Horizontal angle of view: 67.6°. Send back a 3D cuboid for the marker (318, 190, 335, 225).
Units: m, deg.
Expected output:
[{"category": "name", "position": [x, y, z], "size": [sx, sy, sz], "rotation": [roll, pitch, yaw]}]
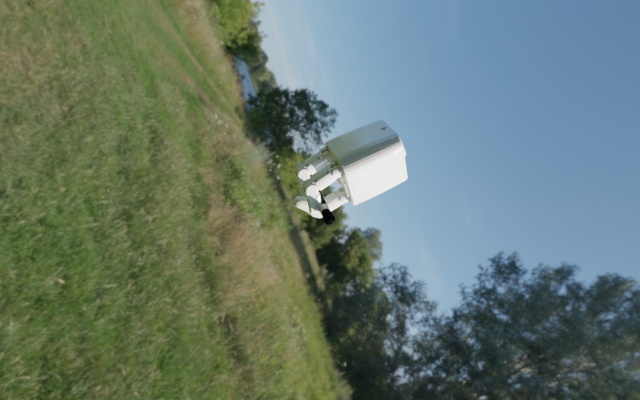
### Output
[{"category": "marker", "position": [0.000, 0.003, 0.801], "size": [0.020, 0.020, 0.121], "rotation": [0, 31, -18]}]
